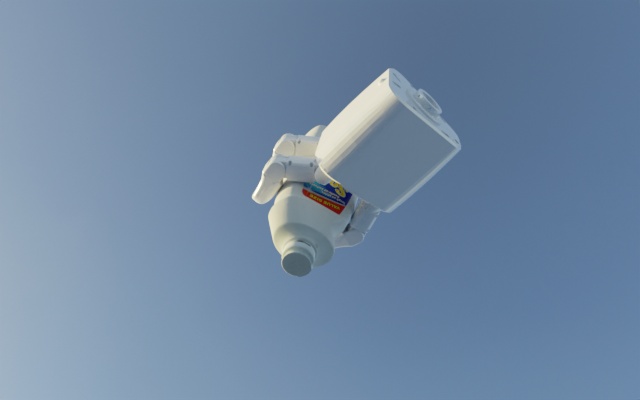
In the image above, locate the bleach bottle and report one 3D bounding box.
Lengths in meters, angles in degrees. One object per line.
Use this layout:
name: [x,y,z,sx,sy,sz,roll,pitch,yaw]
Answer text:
bleach bottle: [0.000,0.002,0.547,0.068,0.102,0.250,-43,16,27]
